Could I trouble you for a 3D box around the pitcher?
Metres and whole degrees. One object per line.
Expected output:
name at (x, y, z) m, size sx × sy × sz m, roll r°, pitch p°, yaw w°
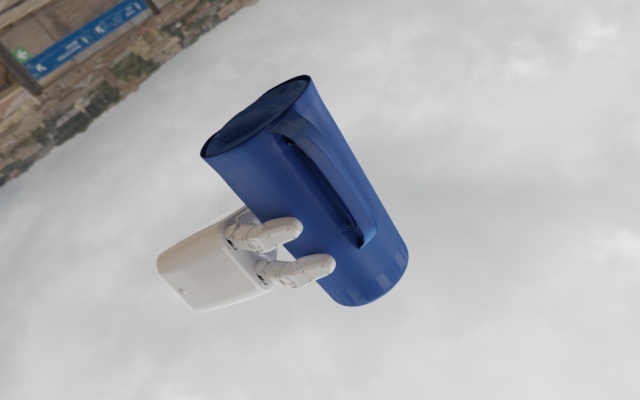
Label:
pitcher at (0.000, 0.002, 0.507) m, size 0.145 × 0.243 × 0.149 m, roll -24°, pitch 27°, yaw 26°
